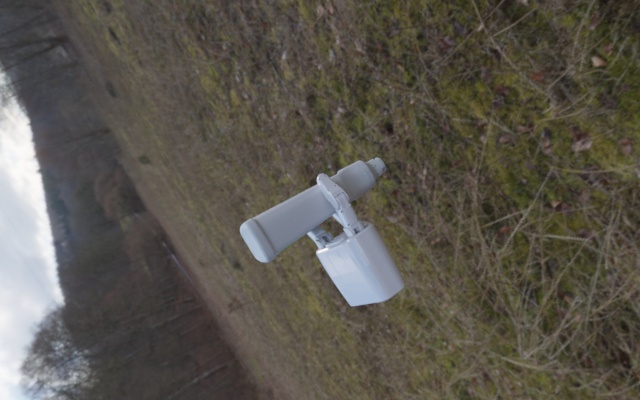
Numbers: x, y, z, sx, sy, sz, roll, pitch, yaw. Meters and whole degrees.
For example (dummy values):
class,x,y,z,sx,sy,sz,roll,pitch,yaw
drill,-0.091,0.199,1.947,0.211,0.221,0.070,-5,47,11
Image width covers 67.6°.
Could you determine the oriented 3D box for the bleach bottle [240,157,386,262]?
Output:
class,x,y,z,sx,sy,sz,roll,pitch,yaw
bleach bottle,0.000,0.002,0.740,0.251,0.068,0.102,-32,2,-18
